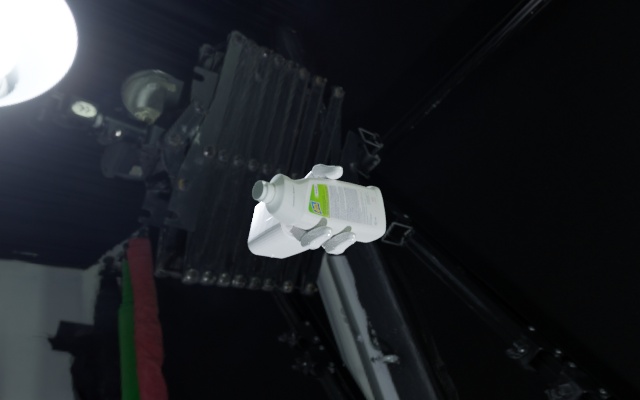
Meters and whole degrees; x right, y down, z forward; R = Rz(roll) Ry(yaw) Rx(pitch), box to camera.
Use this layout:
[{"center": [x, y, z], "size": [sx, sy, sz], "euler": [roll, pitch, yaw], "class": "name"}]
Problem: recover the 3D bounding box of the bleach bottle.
[{"center": [0.000, 0.003, 0.777], "size": [0.251, 0.102, 0.068], "euler": [15, -32, -41], "class": "bleach bottle"}]
